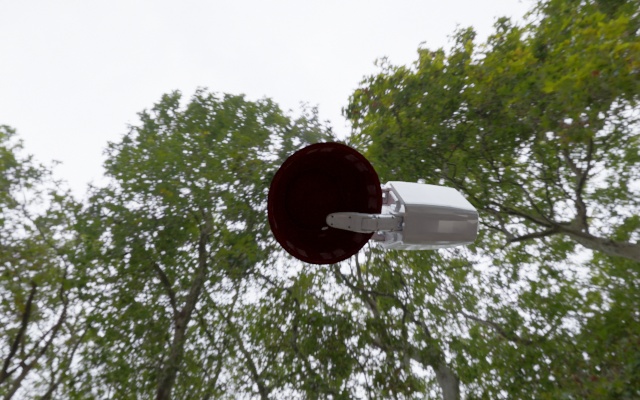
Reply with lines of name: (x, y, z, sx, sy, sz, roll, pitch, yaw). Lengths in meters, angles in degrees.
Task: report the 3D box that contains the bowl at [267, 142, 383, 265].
bowl: (-0.001, 0.002, 0.641, 0.162, 0.162, 0.055, 0, 7, -21)
